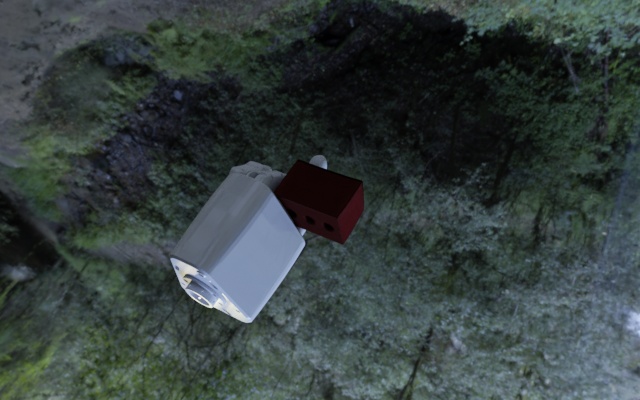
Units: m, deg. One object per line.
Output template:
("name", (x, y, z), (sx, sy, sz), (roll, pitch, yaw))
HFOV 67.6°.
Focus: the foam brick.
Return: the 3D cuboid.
("foam brick", (0.000, 0.002, 0.497), (0.078, 0.051, 0.053), (20, -31, 23))
